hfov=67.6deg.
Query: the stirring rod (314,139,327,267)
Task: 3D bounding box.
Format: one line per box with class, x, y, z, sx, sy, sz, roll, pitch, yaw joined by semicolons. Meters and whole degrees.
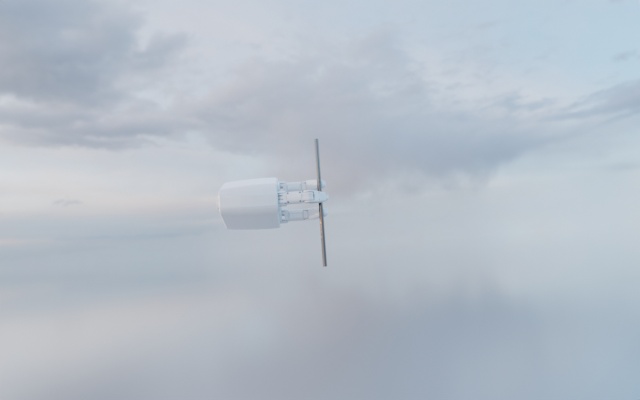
stirring rod;0.000;0.003;0.895;0.011;0.239;0.011;-4;-5;0
